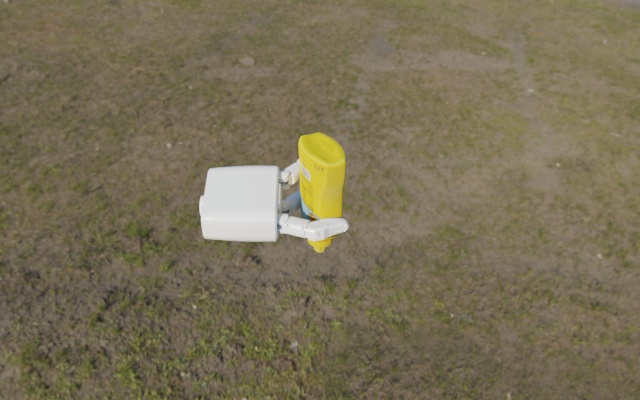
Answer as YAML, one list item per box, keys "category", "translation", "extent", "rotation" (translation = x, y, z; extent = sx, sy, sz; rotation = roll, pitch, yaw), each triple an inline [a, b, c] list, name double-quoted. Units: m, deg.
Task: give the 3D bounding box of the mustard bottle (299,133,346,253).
- category: "mustard bottle"
  translation: [0.000, 0.002, 0.720]
  extent: [0.058, 0.192, 0.096]
  rotation: [-15, 39, -21]
